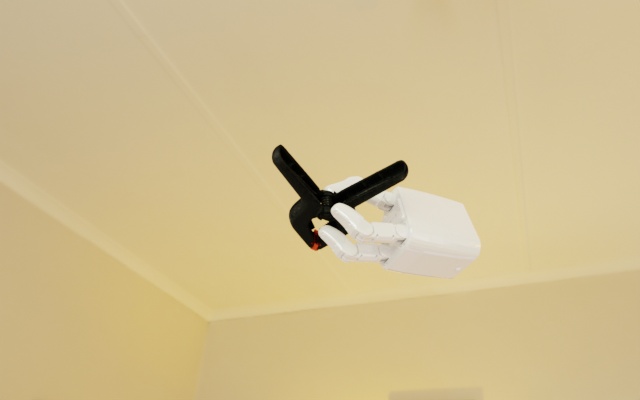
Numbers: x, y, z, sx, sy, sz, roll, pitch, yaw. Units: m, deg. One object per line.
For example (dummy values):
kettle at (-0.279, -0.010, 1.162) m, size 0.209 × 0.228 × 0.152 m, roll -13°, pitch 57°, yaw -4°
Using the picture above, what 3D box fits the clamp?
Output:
clamp at (0.000, 0.002, 0.634) m, size 0.164 × 0.036 × 0.210 m, roll 11°, pitch -37°, yaw -13°
